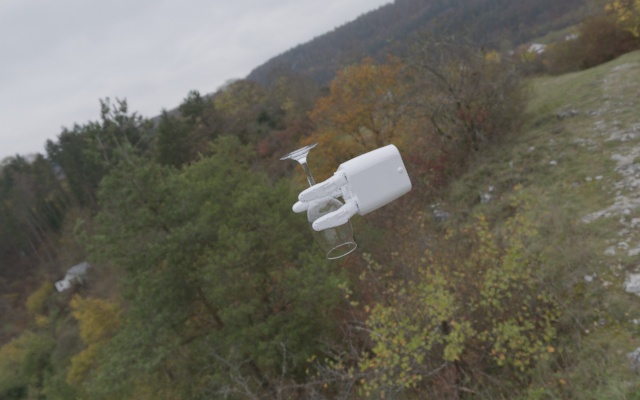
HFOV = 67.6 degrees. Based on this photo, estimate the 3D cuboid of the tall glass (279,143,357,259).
[{"bbox_3d":[0.000,0.002,0.860,0.079,0.201,0.079,-22,10,4],"label":"tall glass"}]
